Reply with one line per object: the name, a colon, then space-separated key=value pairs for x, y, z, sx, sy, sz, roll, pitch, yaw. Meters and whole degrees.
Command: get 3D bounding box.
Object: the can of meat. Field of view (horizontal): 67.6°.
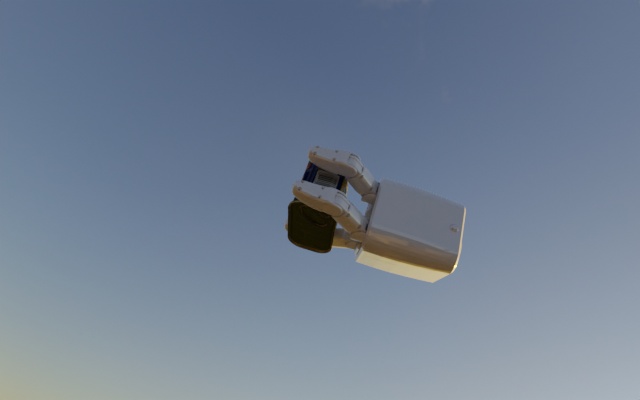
can of meat: x=0.000 y=0.002 z=0.585 sx=0.057 sy=0.084 sz=0.102 roll=16 pitch=-34 yaw=7
